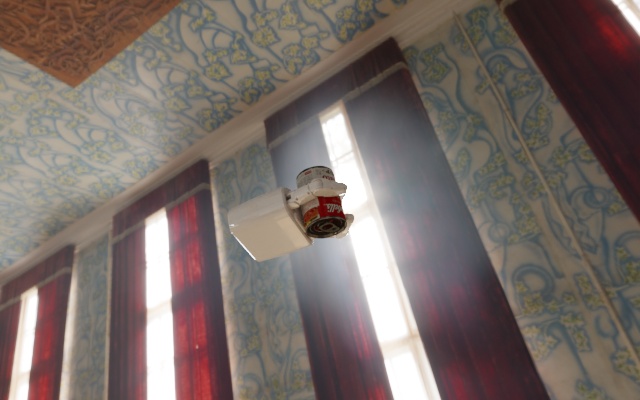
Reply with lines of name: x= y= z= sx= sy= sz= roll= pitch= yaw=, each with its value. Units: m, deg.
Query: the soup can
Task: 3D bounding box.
soup can: x=0.000 y=0.002 z=0.788 sx=0.068 sy=0.102 sz=0.068 roll=-9 pitch=-31 yaw=-6
